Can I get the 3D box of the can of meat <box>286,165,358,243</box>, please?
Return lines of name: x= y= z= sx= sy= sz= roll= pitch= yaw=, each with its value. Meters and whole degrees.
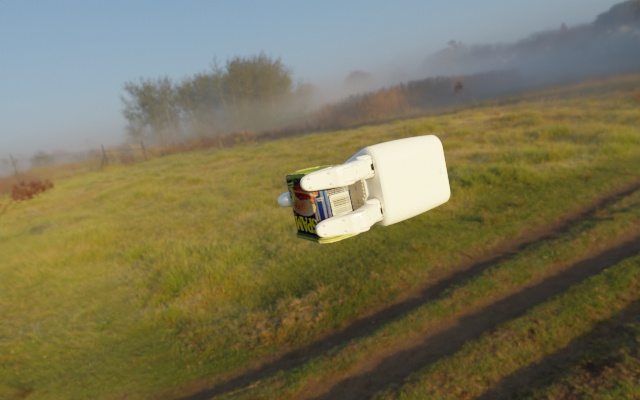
can of meat: x=0.000 y=0.002 z=0.593 sx=0.057 sy=0.084 sz=0.102 roll=-16 pitch=8 yaw=-24
